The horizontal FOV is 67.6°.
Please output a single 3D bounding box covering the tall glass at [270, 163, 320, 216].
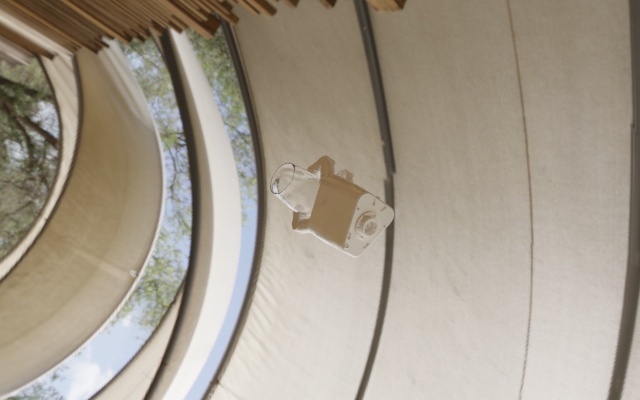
[{"bbox_3d":[0.000,0.003,0.891,0.201,0.079,0.079,32,-21,-37],"label":"tall glass"}]
